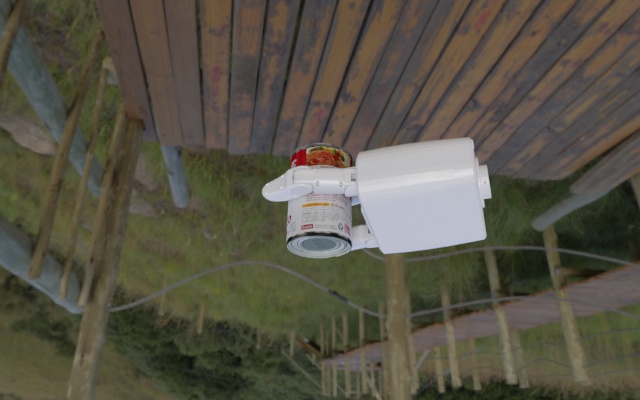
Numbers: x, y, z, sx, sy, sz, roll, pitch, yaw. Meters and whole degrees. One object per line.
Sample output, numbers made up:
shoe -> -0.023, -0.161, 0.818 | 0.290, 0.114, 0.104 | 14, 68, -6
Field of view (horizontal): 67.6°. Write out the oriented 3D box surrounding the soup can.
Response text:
soup can -> 0.000, 0.002, 0.496 | 0.068, 0.102, 0.068 | 1, -26, 1
